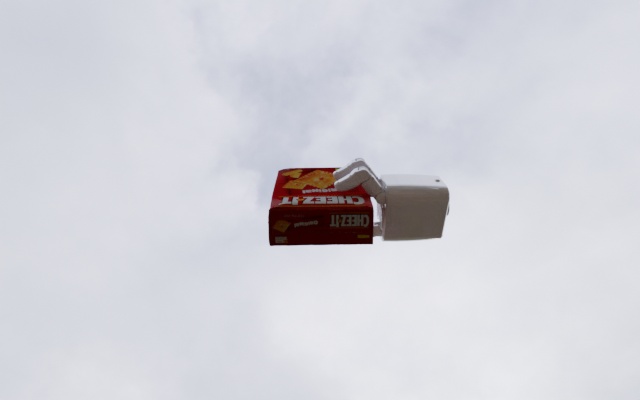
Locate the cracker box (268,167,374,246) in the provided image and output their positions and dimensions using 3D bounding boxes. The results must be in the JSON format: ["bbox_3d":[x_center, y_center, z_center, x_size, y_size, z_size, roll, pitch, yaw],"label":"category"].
[{"bbox_3d":[0.000,0.003,0.828,0.164,0.072,0.213,-1,20,0],"label":"cracker box"}]
